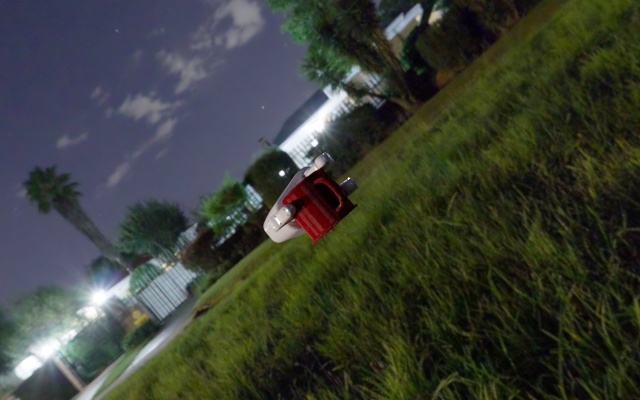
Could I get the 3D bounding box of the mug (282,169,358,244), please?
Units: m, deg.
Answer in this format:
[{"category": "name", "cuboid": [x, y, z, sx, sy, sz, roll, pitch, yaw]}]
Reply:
[{"category": "mug", "cuboid": [0.000, 0.002, 0.716, 0.093, 0.081, 0.117, -40, -3, -29]}]
